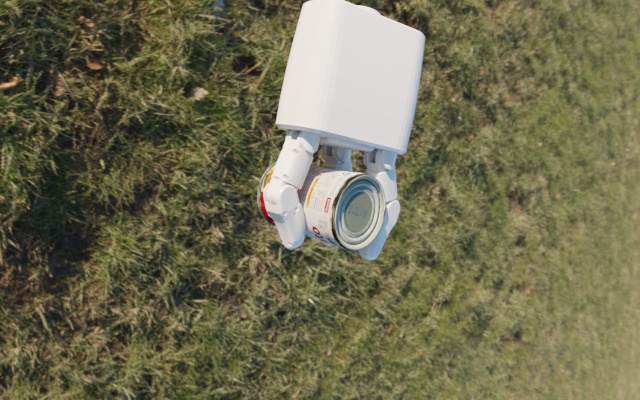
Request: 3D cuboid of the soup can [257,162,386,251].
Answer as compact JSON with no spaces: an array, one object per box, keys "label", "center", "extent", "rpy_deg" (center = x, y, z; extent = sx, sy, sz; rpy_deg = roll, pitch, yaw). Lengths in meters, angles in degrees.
[{"label":"soup can","center":[0.000,0.002,0.433],"extent":[0.068,0.068,0.102],"rpy_deg":[0,10,-44]}]
